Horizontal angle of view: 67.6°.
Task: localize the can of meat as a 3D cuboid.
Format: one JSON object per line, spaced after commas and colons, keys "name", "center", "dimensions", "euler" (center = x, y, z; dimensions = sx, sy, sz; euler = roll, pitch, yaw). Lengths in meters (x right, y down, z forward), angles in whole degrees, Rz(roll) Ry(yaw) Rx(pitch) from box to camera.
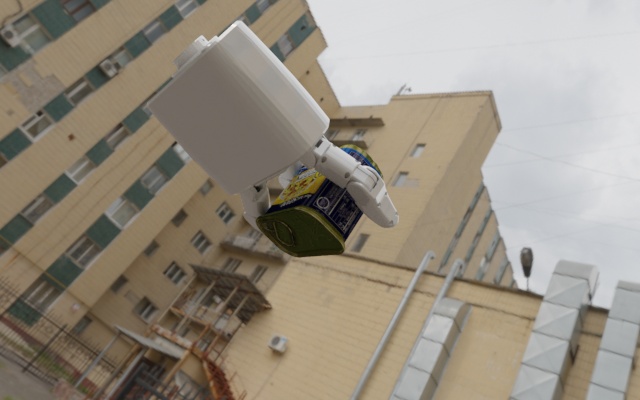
{"name": "can of meat", "center": [0.000, 0.001, 0.440], "dimensions": [0.057, 0.084, 0.102], "euler": [46, -30, -19]}
